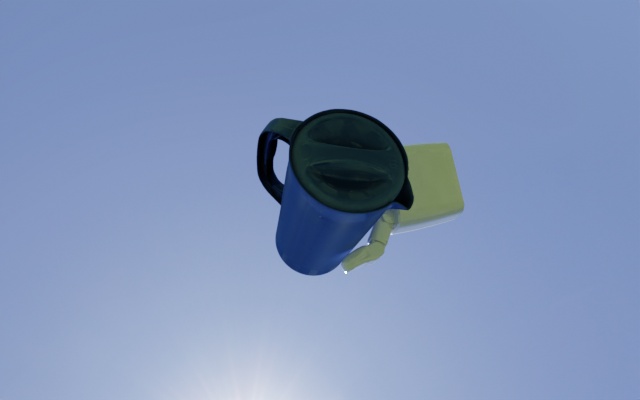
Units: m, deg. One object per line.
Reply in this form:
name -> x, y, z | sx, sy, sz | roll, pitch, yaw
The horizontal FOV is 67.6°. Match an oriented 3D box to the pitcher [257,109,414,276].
pitcher -> 0.000, 0.002, 0.608 | 0.145, 0.149, 0.243 | -11, -25, -19
